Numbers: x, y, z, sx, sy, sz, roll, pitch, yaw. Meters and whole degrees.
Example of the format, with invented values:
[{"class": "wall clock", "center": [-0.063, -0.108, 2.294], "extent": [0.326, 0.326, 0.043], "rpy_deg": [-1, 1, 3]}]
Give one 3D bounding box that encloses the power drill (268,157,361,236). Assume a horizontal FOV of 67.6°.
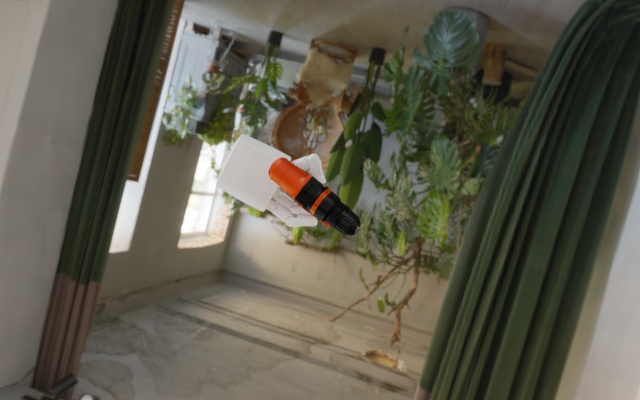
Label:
[{"class": "power drill", "center": [0.000, 0.003, 0.863], "extent": [0.184, 0.057, 0.188], "rpy_deg": [40, -3, 11]}]
